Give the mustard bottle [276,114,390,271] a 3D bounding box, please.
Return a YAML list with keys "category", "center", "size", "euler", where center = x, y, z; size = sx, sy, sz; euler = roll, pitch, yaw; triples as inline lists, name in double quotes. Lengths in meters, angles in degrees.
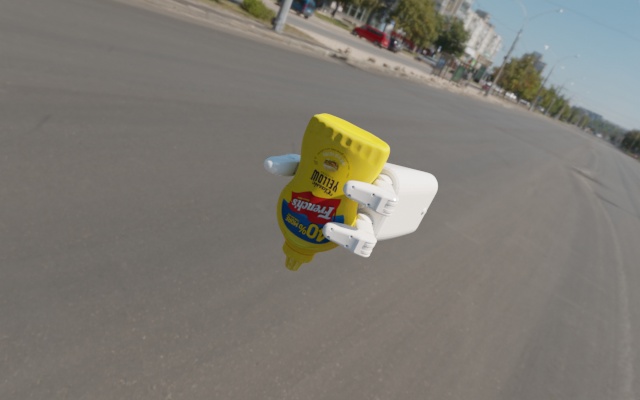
- category: "mustard bottle"
  center: [0.000, 0.002, 0.566]
  size: [0.096, 0.192, 0.058]
  euler: [28, 21, 11]
